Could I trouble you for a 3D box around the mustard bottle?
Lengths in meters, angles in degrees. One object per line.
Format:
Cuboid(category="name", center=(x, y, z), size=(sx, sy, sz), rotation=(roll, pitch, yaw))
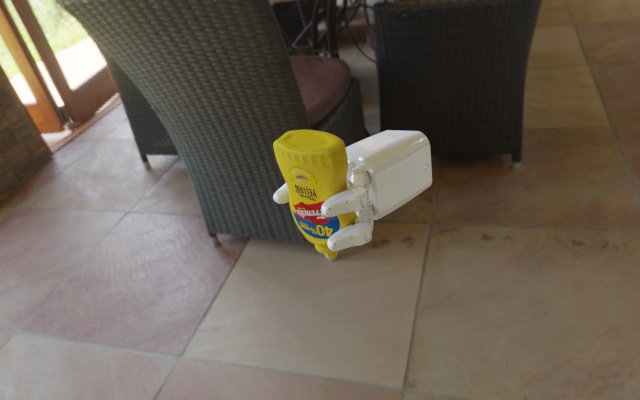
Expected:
Cuboid(category="mustard bottle", center=(0.000, 0.002, 0.643), size=(0.096, 0.192, 0.058), rotation=(13, 42, 32))
